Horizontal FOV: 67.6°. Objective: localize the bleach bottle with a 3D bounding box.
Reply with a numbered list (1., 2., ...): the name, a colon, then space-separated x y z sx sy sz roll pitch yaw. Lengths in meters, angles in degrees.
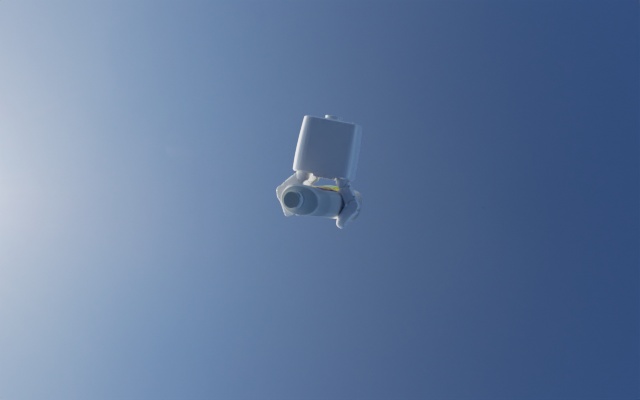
1. bleach bottle: 0.000 0.003 0.899 0.102 0.068 0.251 13 3 19
